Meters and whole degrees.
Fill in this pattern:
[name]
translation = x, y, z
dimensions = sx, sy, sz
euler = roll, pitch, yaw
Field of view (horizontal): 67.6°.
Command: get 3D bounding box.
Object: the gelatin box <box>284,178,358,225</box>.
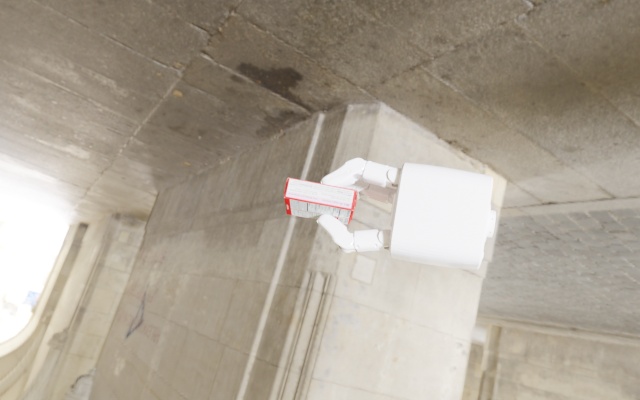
[gelatin box]
translation = 0.000, 0.002, 0.608
dimensions = 0.089, 0.030, 0.073
euler = 10, -17, 2
